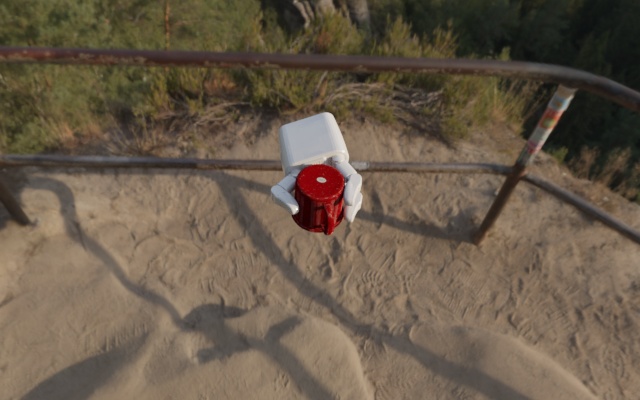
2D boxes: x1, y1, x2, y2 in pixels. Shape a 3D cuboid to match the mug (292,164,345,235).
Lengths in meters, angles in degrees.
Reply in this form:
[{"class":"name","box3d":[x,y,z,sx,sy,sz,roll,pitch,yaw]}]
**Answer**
[{"class":"mug","box3d":[0.000,0.004,0.792,0.093,0.117,0.082,-8,-38,-11]}]
